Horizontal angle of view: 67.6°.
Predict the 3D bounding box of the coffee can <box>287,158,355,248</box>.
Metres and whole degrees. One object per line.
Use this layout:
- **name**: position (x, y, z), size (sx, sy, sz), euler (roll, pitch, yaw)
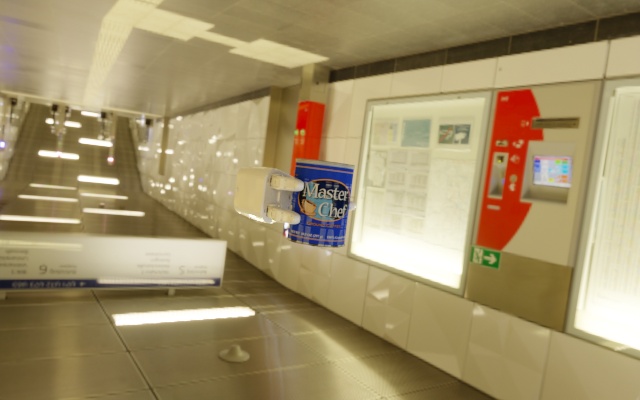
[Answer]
- **coffee can**: position (0.000, 0.003, 0.823), size (0.103, 0.140, 0.103), euler (7, 3, 0)
